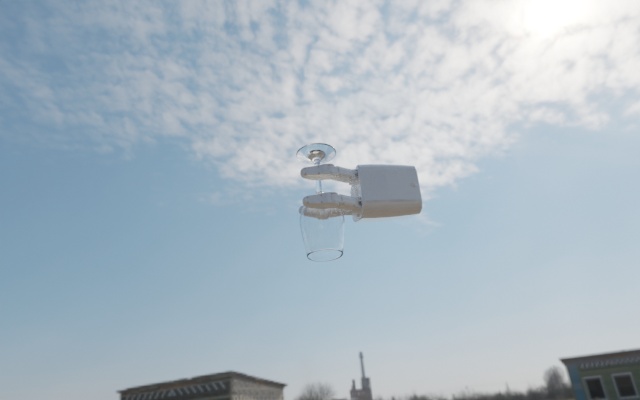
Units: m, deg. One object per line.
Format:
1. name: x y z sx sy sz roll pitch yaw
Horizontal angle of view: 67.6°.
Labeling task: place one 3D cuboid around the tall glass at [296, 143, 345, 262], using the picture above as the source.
1. tall glass: 0.000 0.002 0.843 0.079 0.201 0.079 -4 -25 -2
